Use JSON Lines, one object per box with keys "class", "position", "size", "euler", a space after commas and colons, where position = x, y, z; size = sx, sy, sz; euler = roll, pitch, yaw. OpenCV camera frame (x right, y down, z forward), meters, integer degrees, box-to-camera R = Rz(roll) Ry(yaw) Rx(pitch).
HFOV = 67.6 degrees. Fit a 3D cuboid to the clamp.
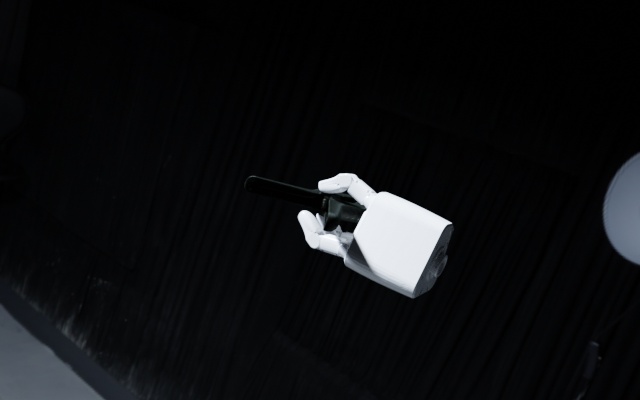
{"class": "clamp", "position": [0.001, 0.002, 0.713], "size": [0.164, 0.036, 0.210], "euler": [25, 12, 28]}
